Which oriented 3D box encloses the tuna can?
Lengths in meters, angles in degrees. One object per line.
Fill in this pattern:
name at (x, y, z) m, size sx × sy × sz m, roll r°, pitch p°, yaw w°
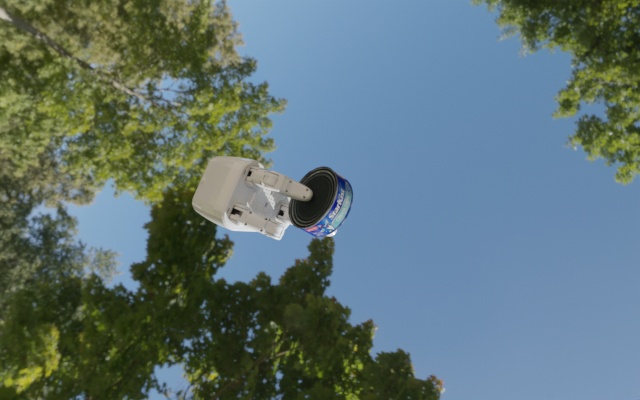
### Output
tuna can at (0.001, 0.002, 0.607) m, size 0.034 × 0.086 × 0.086 m, roll 31°, pitch -20°, yaw -36°
